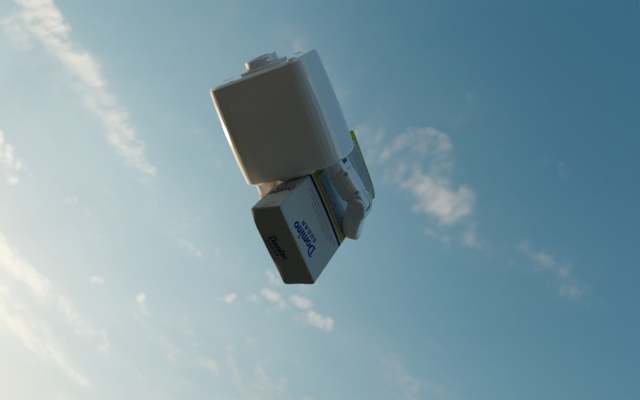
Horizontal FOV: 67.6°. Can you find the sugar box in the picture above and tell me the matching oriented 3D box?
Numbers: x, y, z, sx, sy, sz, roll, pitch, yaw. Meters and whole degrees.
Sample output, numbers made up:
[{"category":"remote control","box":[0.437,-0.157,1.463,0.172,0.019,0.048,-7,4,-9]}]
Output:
[{"category":"sugar box","box":[0.000,0.002,0.525,0.048,0.093,0.176,-5,27,36]}]
